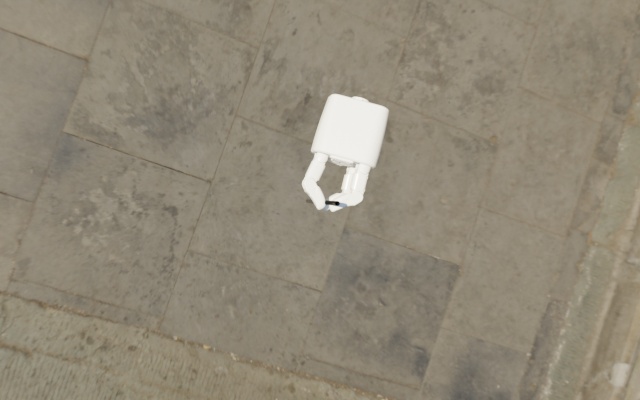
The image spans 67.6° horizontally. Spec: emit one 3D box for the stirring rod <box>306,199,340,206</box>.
[{"bbox_3d":[0.000,0.003,0.874,0.011,0.011,0.239,0,1,-13],"label":"stirring rod"}]
